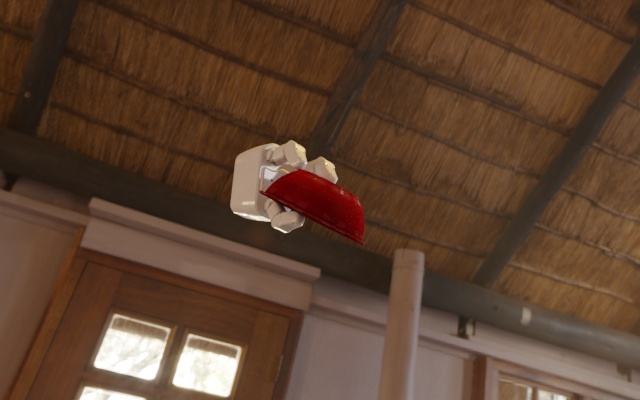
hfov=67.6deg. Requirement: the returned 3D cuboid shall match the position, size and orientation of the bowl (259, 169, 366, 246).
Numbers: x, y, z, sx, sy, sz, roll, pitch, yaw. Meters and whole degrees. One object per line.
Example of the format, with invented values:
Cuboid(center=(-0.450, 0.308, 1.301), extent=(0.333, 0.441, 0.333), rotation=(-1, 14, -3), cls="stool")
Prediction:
Cuboid(center=(0.001, 0.002, 0.651), extent=(0.162, 0.055, 0.162), rotation=(27, -3, 2), cls="bowl")
